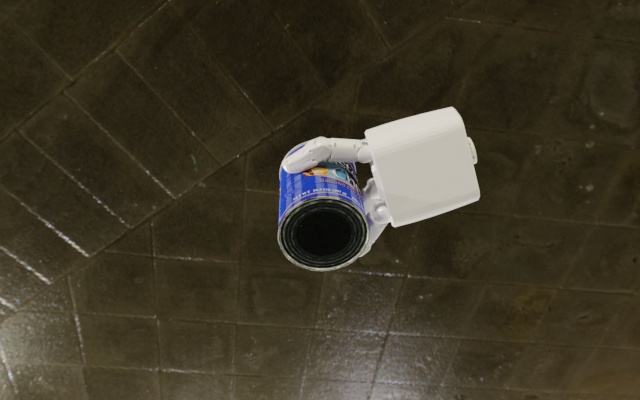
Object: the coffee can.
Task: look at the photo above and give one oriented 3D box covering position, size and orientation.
[{"bbox_3d":[0.000,0.002,0.584,0.103,0.103,0.140,0,33,-4],"label":"coffee can"}]
